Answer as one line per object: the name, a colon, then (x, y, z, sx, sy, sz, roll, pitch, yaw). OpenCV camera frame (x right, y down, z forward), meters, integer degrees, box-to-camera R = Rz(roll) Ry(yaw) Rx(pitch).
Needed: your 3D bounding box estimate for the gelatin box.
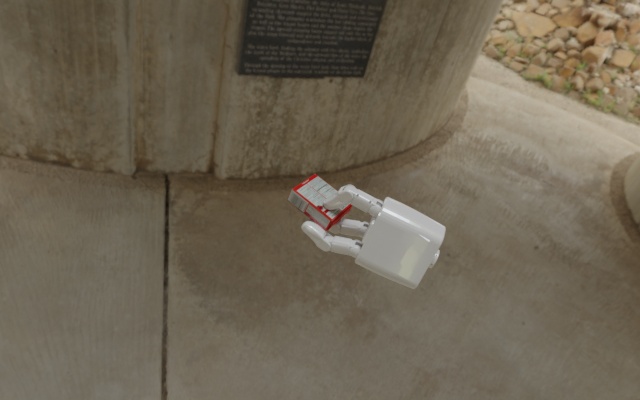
gelatin box: (0.000, 0.002, 0.803, 0.089, 0.030, 0.073, 38, 39, 12)
